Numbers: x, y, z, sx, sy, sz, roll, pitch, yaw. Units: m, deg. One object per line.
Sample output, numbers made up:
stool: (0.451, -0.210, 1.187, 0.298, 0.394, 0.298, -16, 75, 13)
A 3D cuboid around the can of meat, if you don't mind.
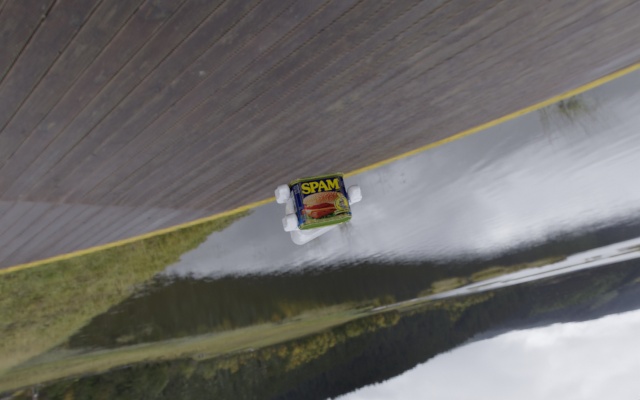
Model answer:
can of meat: (0.000, 0.003, 0.852, 0.102, 0.084, 0.057, -9, -14, -16)
